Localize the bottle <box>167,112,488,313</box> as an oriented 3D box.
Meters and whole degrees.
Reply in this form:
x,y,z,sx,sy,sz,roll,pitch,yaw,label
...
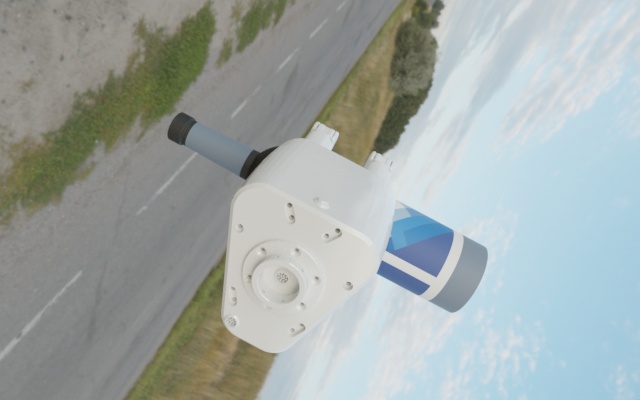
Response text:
x,y,z,sx,sy,sz,roll,pitch,yaw,label
0.000,0.001,0.426,0.296,0.069,0.069,28,0,1,bottle
